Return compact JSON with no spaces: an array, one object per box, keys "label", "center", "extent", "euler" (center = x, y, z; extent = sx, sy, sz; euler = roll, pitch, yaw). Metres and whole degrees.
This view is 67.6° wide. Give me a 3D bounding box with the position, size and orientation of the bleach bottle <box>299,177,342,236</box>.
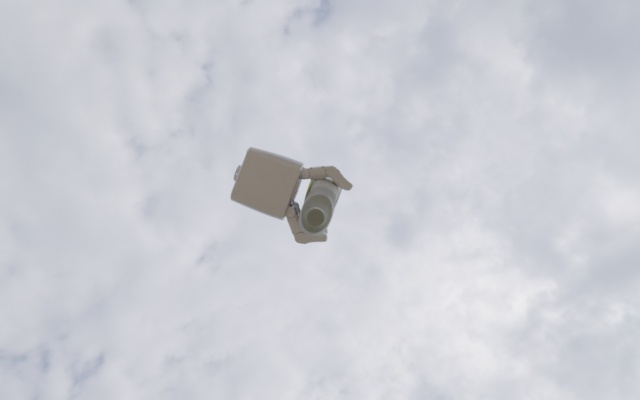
[{"label":"bleach bottle","center":[0.000,0.003,0.870],"extent":[0.068,0.102,0.251],"euler":[19,8,0]}]
